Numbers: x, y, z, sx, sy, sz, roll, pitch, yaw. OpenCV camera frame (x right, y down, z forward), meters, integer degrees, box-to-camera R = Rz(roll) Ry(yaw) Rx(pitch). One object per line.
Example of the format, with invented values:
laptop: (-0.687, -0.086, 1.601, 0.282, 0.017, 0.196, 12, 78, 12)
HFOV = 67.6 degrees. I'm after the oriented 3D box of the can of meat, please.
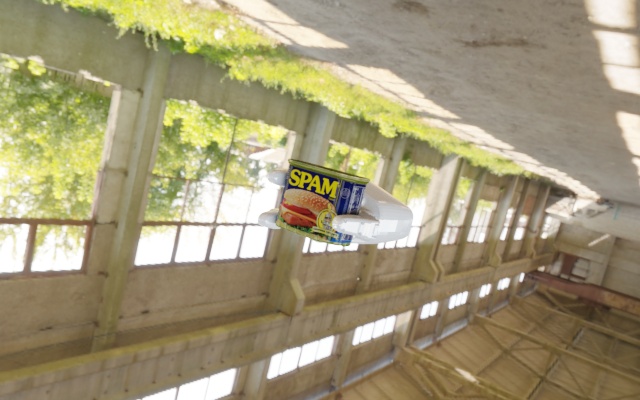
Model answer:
can of meat: (0.000, 0.002, 0.576, 0.102, 0.084, 0.057, 18, 8, 31)
